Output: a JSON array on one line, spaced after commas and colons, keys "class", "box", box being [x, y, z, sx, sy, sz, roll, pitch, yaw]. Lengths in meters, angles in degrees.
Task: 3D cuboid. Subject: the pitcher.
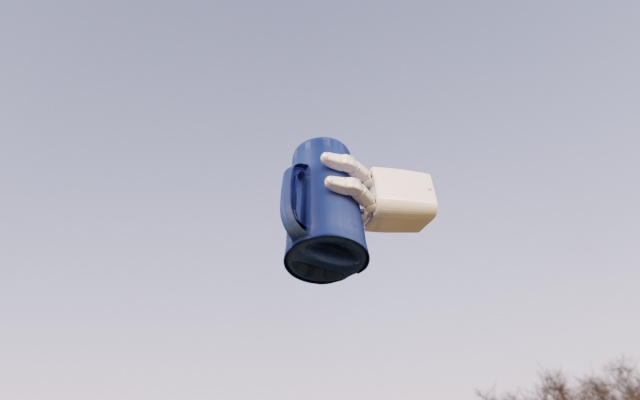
[{"class": "pitcher", "box": [0.000, 0.003, 0.800, 0.145, 0.242, 0.149, 4, -41, -8]}]
